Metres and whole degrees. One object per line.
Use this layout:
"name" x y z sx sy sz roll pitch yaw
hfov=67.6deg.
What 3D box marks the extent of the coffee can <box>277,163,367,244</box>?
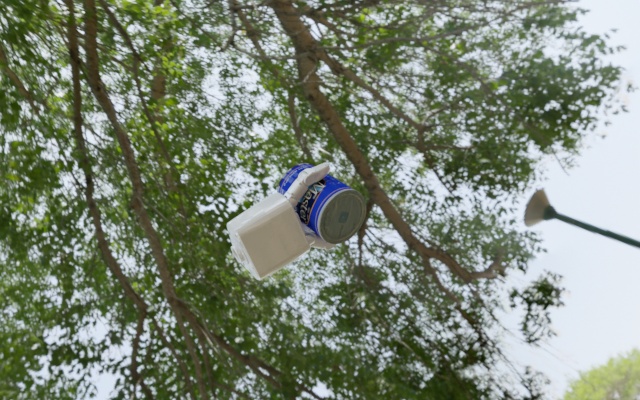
"coffee can" 0.000 0.003 0.868 0.103 0.103 0.140 0 23 -39
